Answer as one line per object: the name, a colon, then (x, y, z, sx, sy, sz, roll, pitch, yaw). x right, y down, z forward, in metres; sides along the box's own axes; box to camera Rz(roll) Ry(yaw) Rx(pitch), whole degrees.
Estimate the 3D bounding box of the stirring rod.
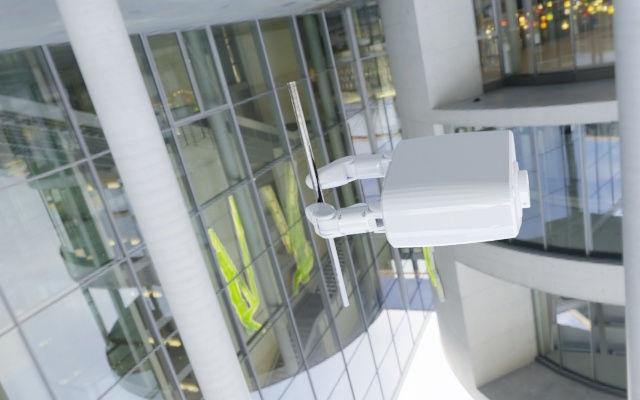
stirring rod: (0.000, 0.001, 0.479, 0.011, 0.240, 0.011, -12, 18, 4)
